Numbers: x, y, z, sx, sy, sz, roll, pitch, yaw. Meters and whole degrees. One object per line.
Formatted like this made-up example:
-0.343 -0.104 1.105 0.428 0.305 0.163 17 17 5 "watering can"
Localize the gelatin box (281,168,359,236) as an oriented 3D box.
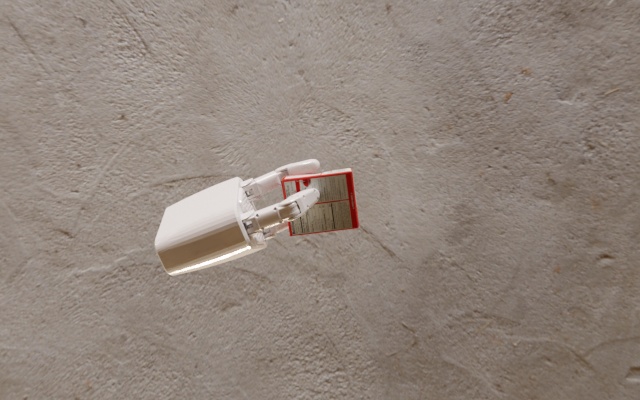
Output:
0.000 0.002 0.595 0.089 0.073 0.030 -7 12 5 "gelatin box"
